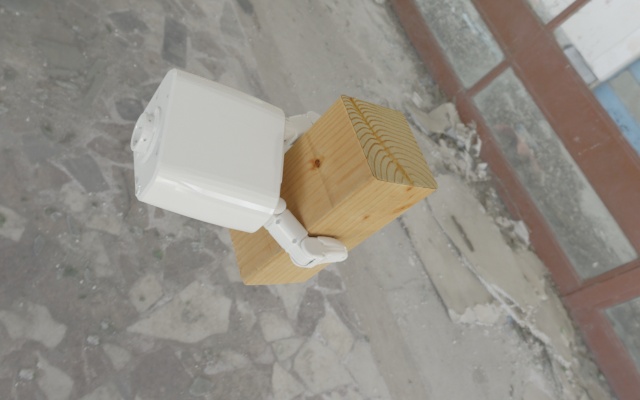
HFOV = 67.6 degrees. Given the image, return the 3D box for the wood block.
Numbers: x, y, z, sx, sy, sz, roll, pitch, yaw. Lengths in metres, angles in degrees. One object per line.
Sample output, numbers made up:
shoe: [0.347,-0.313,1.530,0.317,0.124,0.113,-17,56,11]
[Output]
wood block: [0.000,0.002,0.483,0.090,0.090,0.206,5,-34,-42]
